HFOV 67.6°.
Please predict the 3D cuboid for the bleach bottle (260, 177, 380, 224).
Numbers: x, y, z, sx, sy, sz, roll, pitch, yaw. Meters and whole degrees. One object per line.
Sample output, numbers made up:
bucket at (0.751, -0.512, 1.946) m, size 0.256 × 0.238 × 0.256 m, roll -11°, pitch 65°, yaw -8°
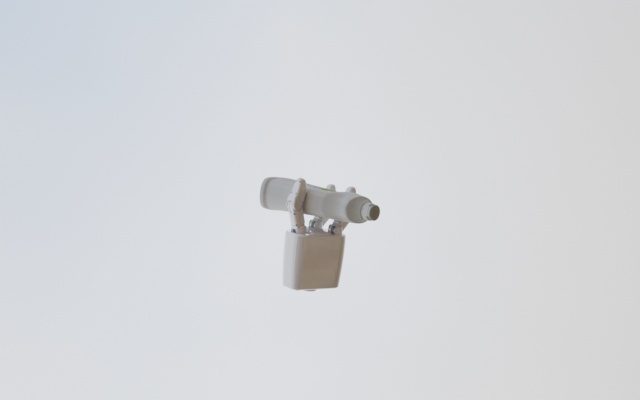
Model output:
bleach bottle at (0.000, 0.003, 0.899) m, size 0.102 × 0.068 × 0.251 m, roll 1°, pitch 7°, yaw -45°
